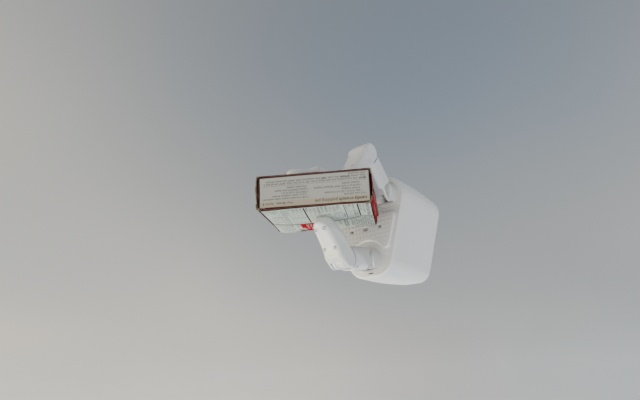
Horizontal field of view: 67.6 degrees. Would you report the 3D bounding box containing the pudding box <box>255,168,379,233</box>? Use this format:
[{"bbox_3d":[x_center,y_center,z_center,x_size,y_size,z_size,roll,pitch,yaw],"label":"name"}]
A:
[{"bbox_3d":[0.000,0.002,0.484,0.113,0.039,0.090,-6,-19,7],"label":"pudding box"}]
